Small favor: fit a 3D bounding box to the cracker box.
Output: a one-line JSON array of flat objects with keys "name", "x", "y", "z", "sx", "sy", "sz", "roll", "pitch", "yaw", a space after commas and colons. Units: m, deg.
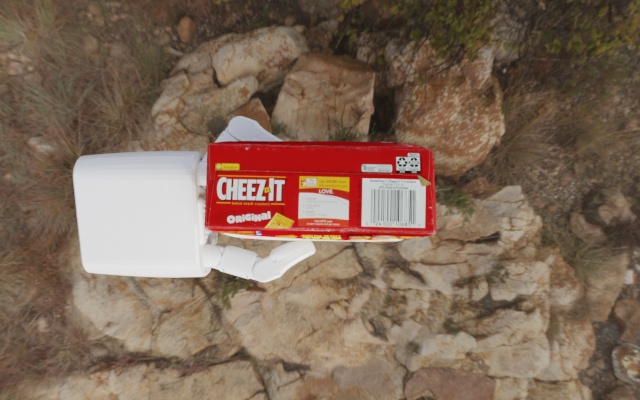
[{"name": "cracker box", "x": 0.000, "y": 0.002, "z": 0.437, "sx": 0.164, "sy": 0.072, "sz": 0.214, "roll": 1, "pitch": -6, "yaw": 0}]
